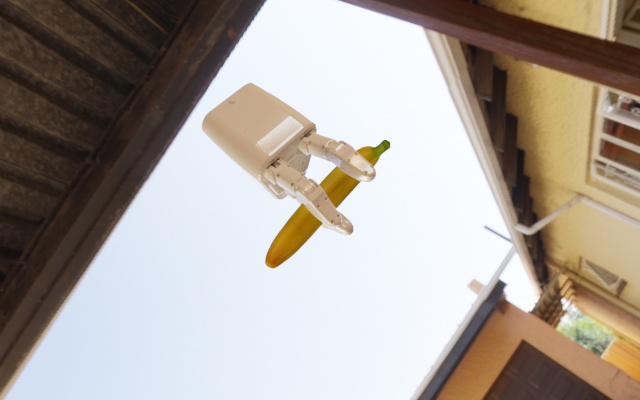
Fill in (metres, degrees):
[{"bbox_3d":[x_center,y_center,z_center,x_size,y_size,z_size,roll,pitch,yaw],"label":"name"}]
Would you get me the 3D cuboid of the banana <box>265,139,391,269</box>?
[{"bbox_3d":[0.003,0.000,0.568,0.037,0.198,0.069,42,0,4],"label":"banana"}]
